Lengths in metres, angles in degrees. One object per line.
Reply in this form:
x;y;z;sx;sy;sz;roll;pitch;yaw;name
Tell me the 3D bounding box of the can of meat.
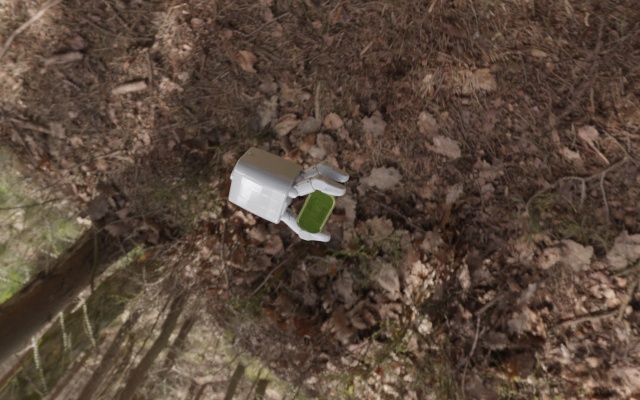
0.000;0.003;0.898;0.057;0.102;0.084;27;29;0;can of meat
